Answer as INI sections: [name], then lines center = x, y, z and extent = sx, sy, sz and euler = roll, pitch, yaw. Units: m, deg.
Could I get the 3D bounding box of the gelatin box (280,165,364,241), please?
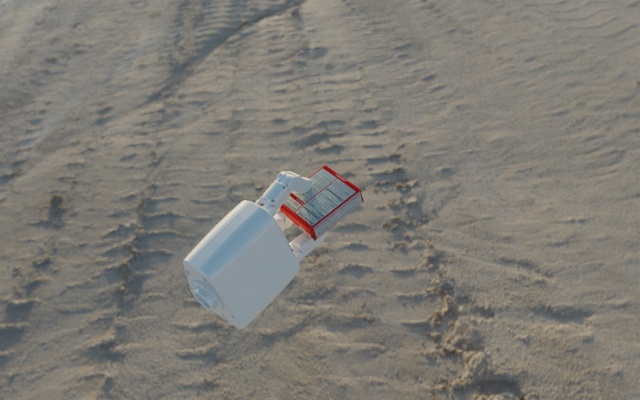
[gelatin box]
center = 0.000, 0.002, 0.635
extent = 0.089, 0.030, 0.073
euler = -38, 50, -18
